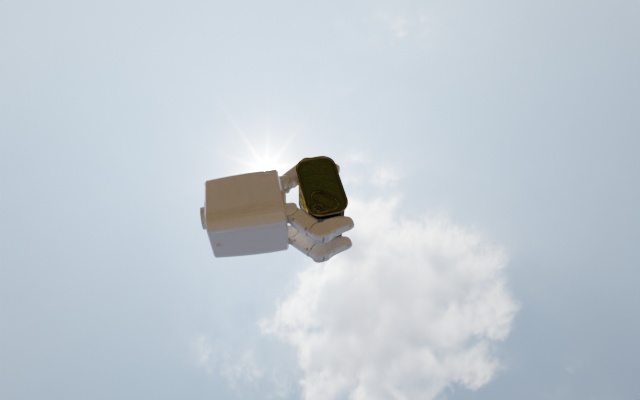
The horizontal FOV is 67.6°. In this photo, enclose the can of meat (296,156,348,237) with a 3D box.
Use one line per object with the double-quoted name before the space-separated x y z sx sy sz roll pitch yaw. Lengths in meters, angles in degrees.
"can of meat" 0.000 0.002 0.683 0.057 0.102 0.084 -10 -36 -10
